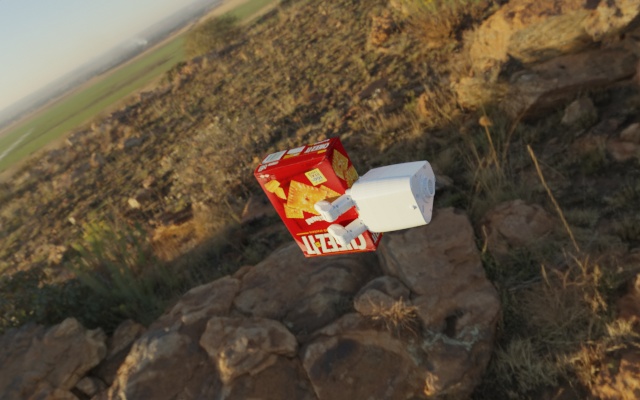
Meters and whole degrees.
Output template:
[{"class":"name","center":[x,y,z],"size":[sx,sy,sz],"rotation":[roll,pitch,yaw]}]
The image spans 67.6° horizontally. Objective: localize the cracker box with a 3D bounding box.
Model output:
[{"class":"cracker box","center":[0.000,0.003,0.877],"size":[0.164,0.214,0.072],"rotation":[-10,33,34]}]
